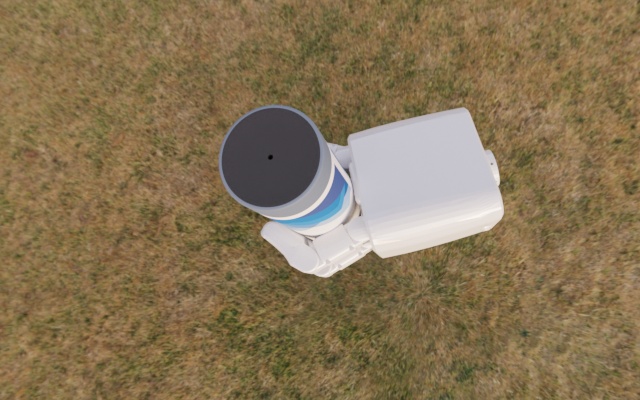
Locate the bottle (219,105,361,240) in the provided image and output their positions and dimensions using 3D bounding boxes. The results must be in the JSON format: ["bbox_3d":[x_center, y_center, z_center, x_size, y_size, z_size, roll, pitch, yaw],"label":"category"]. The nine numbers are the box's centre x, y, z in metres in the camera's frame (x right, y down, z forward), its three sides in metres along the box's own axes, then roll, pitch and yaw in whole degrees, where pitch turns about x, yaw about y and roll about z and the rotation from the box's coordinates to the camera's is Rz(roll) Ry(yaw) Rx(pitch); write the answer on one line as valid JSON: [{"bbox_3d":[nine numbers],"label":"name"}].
[{"bbox_3d":[0.000,0.001,0.426,0.069,0.069,0.296,0,-11,12],"label":"bottle"}]
